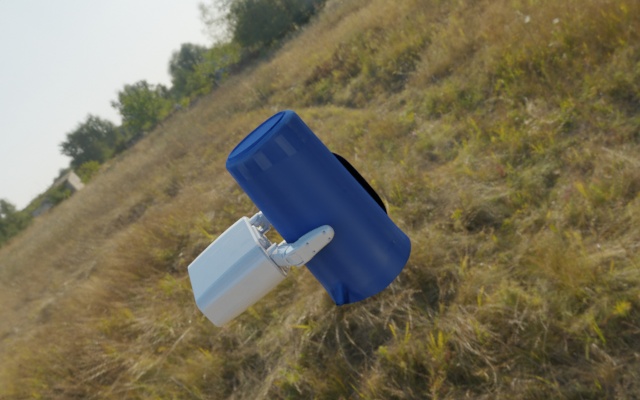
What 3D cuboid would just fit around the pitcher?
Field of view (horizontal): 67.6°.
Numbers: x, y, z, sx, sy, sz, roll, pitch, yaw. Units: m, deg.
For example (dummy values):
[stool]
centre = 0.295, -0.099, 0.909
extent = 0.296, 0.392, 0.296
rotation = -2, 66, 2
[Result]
[pitcher]
centre = 0.000, 0.002, 0.618
extent = 0.145, 0.243, 0.149
rotation = -40, 19, -1
